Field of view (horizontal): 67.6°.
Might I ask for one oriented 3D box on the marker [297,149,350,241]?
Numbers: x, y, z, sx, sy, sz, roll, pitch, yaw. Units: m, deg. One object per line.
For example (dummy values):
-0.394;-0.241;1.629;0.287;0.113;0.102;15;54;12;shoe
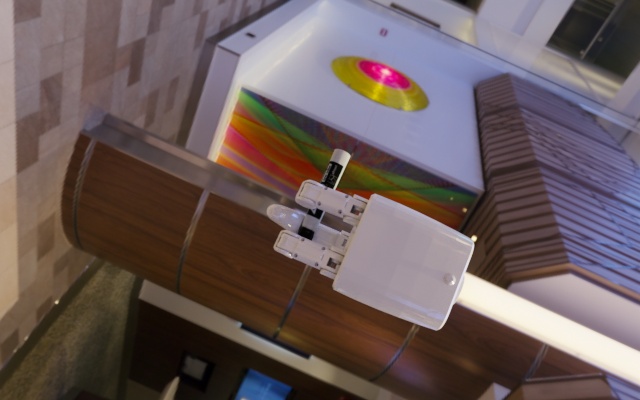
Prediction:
0.000;0.002;0.514;0.020;0.121;0.020;24;-9;4;marker
